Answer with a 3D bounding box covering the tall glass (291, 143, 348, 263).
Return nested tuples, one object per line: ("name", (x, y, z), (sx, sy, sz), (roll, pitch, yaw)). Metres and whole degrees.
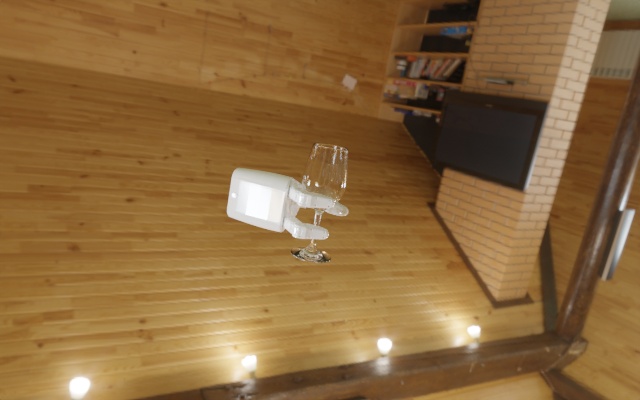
("tall glass", (0.000, 0.003, 0.838), (0.079, 0.201, 0.079), (10, 12, -2))
